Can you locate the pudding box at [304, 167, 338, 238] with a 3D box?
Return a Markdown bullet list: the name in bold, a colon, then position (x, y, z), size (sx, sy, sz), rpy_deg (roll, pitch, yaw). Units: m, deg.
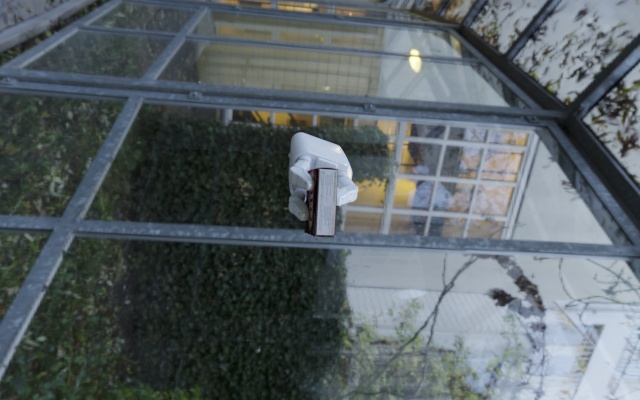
- **pudding box**: position (0.000, 0.003, 0.795), size (0.039, 0.113, 0.090), rpy_deg (1, 0, -12)
